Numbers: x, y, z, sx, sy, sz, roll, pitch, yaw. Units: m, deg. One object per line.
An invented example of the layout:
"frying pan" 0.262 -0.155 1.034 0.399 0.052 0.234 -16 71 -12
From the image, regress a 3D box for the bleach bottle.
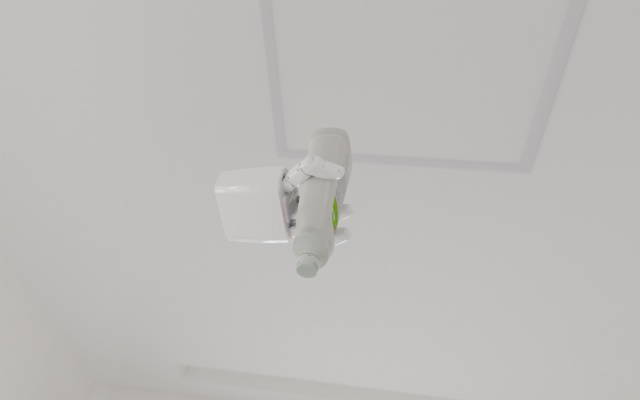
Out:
"bleach bottle" 0.000 0.002 0.708 0.068 0.103 0.250 -1 42 13
